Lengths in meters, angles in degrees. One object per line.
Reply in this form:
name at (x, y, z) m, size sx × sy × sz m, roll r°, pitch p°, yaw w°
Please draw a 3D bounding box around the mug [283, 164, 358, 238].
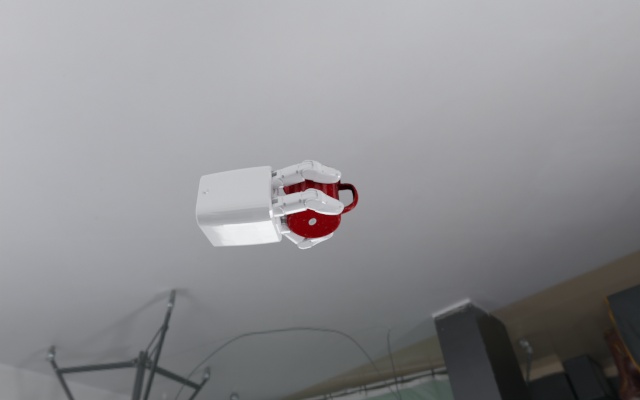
mug at (0.002, 0.002, 0.732) m, size 0.117 × 0.081 × 0.093 m, roll -7°, pitch -42°, yaw 2°
